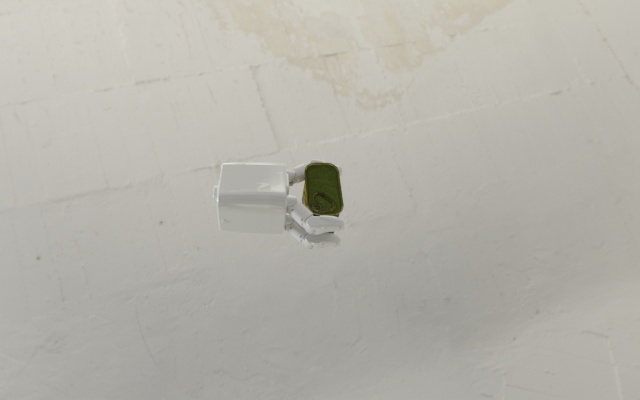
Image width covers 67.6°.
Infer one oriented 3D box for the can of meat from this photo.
[{"bbox_3d":[0.000,0.003,0.790,0.057,0.102,0.084,0,-34,-9],"label":"can of meat"}]
